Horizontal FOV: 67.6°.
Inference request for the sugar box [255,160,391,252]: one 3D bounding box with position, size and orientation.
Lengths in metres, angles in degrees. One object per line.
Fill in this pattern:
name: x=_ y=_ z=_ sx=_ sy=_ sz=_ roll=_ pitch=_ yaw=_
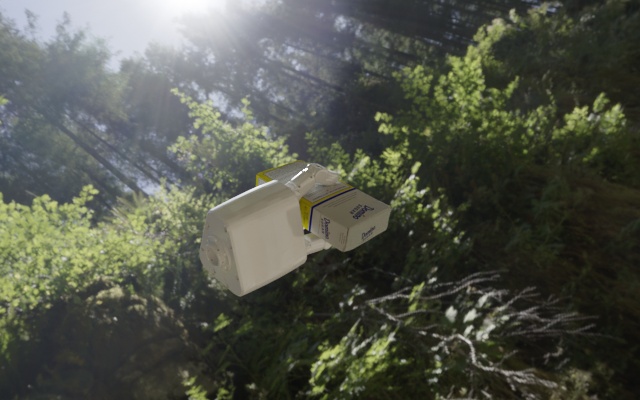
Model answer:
sugar box: x=0.000 y=0.003 z=0.668 sx=0.176 sy=0.048 sz=0.093 roll=33 pitch=38 yaw=33
